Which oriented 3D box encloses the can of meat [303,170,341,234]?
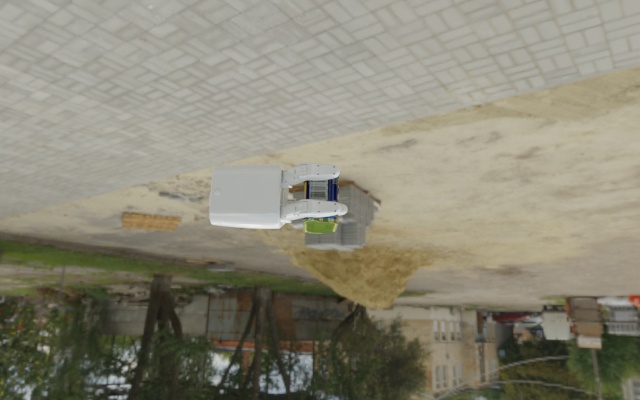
[{"bbox_3d":[0.000,0.003,0.740,0.057,0.084,0.102,2,-14,-1],"label":"can of meat"}]
